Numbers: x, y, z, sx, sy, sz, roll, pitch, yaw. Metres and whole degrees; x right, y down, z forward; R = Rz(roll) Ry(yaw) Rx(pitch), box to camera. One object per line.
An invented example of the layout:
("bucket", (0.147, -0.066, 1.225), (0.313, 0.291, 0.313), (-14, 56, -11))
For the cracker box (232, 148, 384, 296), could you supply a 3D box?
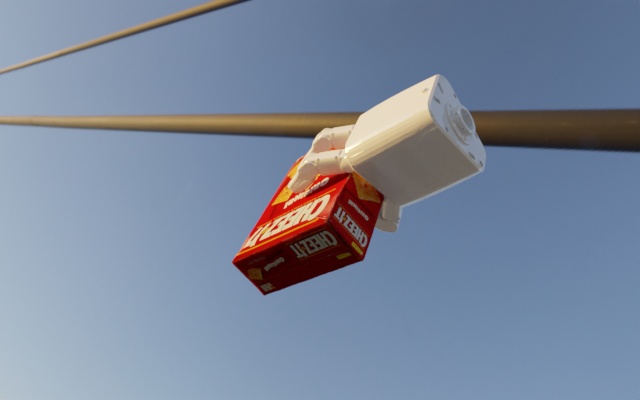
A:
("cracker box", (0.000, 0.002, 0.605), (0.164, 0.072, 0.213), (-27, 24, 38))
